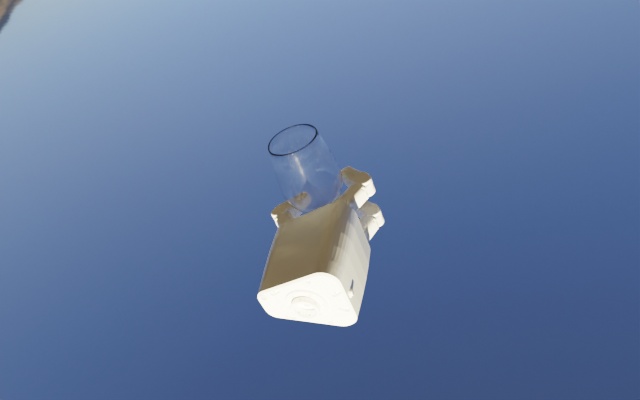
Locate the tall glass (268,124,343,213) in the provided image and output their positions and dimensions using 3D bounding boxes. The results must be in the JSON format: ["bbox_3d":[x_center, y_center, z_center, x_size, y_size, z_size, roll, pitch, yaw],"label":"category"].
[{"bbox_3d":[0.000,0.002,0.610,0.079,0.201,0.079,-15,37,12],"label":"tall glass"}]
